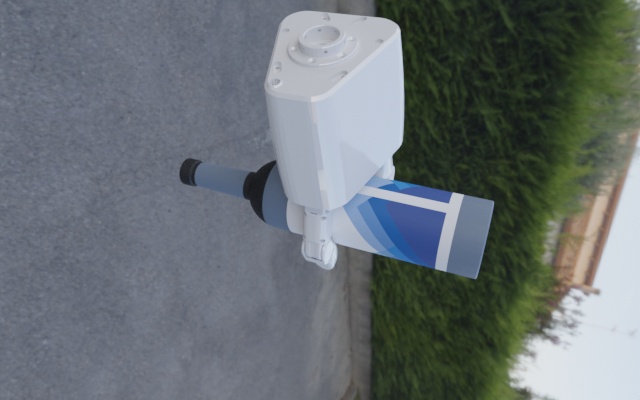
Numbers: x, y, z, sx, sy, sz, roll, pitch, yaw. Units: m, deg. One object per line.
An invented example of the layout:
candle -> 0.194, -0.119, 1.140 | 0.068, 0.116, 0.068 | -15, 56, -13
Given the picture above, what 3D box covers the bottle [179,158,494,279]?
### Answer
bottle -> 0.000, 0.002, 0.441 | 0.295, 0.069, 0.069 | 13, 4, 18
